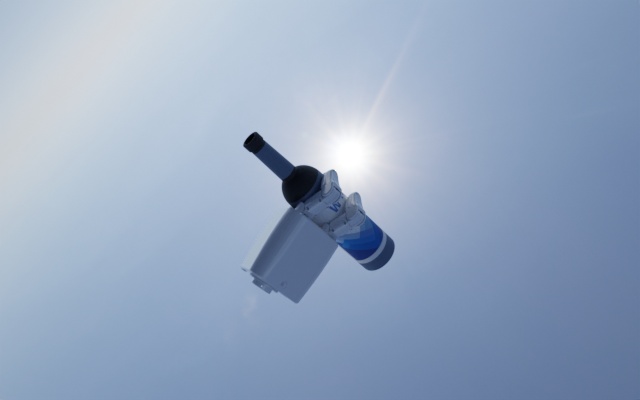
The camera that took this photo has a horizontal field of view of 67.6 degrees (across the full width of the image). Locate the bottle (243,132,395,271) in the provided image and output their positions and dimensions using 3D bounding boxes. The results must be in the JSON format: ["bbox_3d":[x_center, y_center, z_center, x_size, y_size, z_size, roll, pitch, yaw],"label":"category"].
[{"bbox_3d":[0.000,0.002,0.717,0.296,0.069,0.069,42,-24,-29],"label":"bottle"}]
